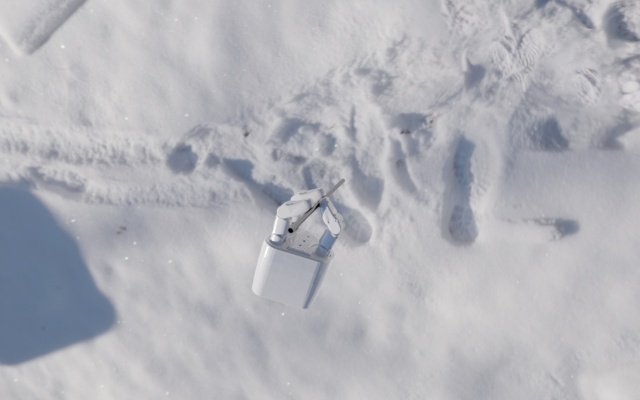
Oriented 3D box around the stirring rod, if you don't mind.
[{"bbox_3d":[0.000,0.003,0.755,0.011,0.011,0.239,0,19,21],"label":"stirring rod"}]
